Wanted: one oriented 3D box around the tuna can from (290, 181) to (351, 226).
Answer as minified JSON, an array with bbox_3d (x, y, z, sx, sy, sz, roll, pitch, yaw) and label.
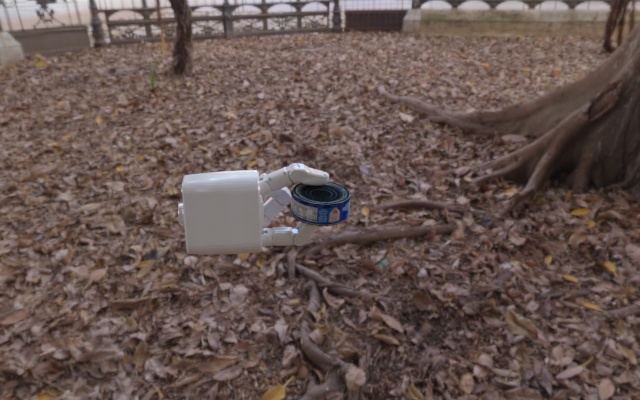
[{"bbox_3d":[0.000,0.002,0.682,0.086,0.034,0.086,4,25,-2],"label":"tuna can"}]
